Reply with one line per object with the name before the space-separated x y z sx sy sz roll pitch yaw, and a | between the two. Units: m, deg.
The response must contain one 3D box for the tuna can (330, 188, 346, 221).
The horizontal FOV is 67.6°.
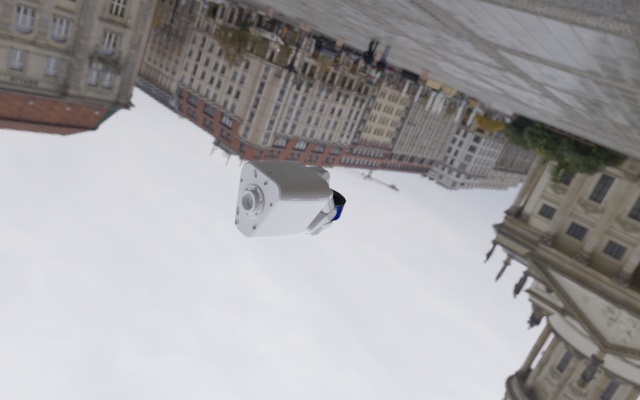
tuna can | 0.000 0.003 0.846 0.086 0.034 0.086 16 21 -6
